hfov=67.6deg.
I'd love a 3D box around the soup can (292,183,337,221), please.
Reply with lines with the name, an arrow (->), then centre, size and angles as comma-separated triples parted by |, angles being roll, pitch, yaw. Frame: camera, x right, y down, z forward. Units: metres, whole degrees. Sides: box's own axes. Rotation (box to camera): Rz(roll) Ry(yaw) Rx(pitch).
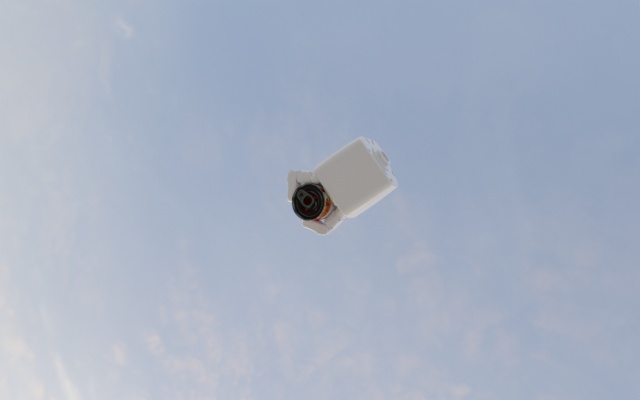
soup can -> 0.000, 0.003, 0.899 | 0.068, 0.068, 0.102 | 0, 0, 27
